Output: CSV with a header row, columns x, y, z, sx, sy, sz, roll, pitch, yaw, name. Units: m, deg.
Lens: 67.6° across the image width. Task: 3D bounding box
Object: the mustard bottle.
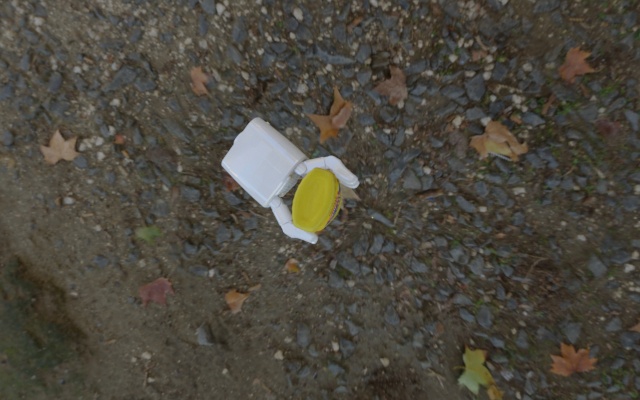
x,y,z,sx,sy,sz,roll,pitch,yaw,name
0.000,0.003,0.785,0.058,0.096,0.191,18,0,7,mustard bottle
